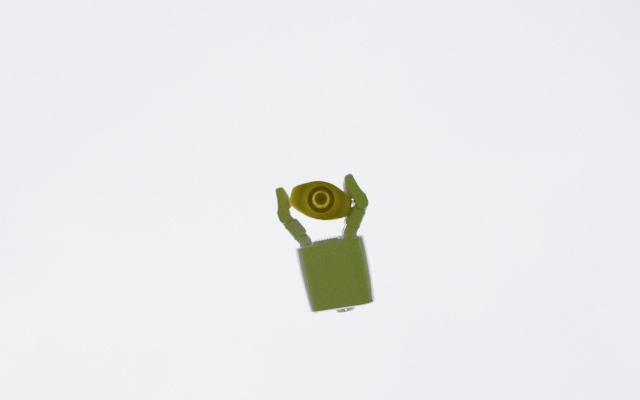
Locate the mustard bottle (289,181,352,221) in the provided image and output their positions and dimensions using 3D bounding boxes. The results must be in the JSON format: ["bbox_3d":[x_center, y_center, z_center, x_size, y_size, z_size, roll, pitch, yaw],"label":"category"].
[{"bbox_3d":[0.000,0.002,0.751,0.096,0.058,0.191,13,-2,0],"label":"mustard bottle"}]
